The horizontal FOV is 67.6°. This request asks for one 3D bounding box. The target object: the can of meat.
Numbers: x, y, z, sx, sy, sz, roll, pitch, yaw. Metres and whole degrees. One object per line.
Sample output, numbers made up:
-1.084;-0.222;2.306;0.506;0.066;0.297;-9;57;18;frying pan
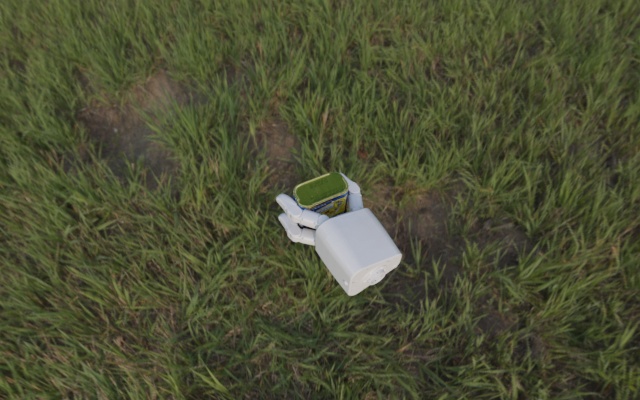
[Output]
0.000;0.003;0.854;0.102;0.057;0.084;-23;-31;-16;can of meat
